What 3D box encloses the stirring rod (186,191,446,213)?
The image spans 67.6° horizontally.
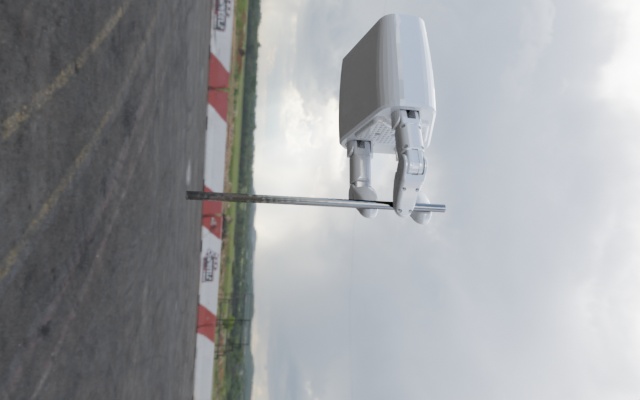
[{"bbox_3d":[0.000,0.001,0.440,0.239,0.011,0.011,3,-1,-9],"label":"stirring rod"}]
